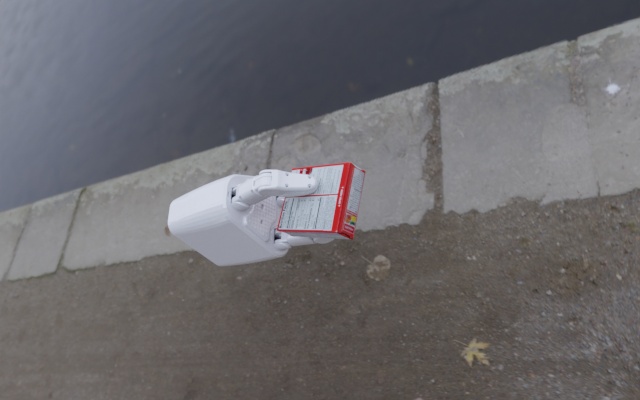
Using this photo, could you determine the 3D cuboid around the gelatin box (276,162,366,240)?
[{"bbox_3d":[0.000,0.001,0.499,0.089,0.073,0.030,-3,-20,43],"label":"gelatin box"}]
